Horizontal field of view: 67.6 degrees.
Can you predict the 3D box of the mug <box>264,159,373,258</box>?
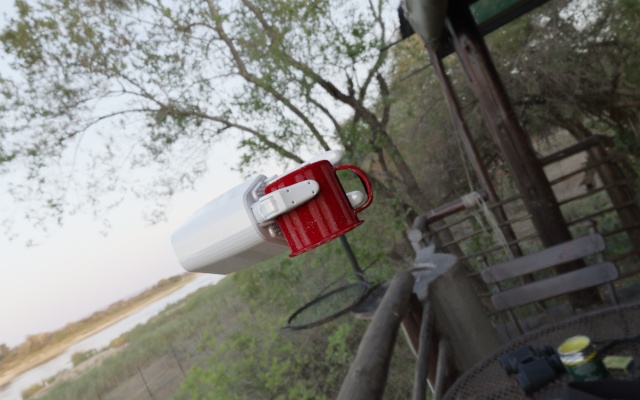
[{"bbox_3d":[0.001,0.001,0.524,0.117,0.081,0.093,-26,-1,14],"label":"mug"}]
